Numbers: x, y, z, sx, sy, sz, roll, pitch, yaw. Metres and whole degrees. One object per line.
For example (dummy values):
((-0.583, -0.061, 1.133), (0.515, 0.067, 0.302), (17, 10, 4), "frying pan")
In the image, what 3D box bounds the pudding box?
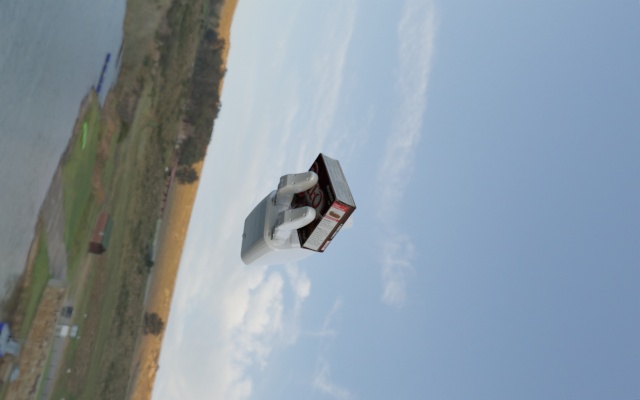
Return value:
((0.000, 0.002, 0.657), (0.039, 0.090, 0.113), (18, 31, -28), "pudding box")
